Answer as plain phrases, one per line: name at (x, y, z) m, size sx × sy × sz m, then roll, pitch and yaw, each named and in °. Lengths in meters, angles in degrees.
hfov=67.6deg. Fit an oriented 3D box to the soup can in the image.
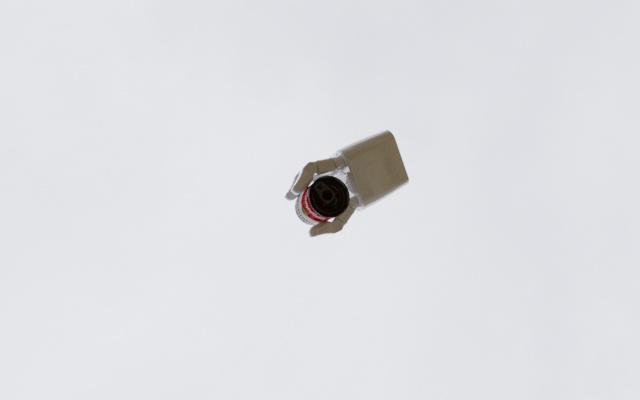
soup can at (0.000, 0.003, 0.796) m, size 0.068 × 0.068 × 0.102 m, roll 0°, pitch -10°, yaw -17°
